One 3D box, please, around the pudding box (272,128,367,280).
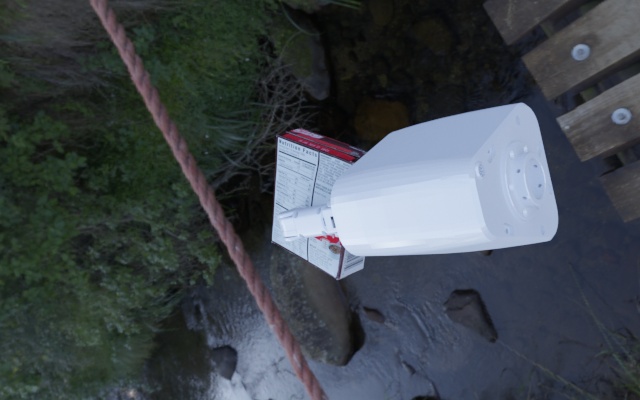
[{"bbox_3d":[0.000,0.001,0.424,0.090,0.113,0.039,26,30,36],"label":"pudding box"}]
